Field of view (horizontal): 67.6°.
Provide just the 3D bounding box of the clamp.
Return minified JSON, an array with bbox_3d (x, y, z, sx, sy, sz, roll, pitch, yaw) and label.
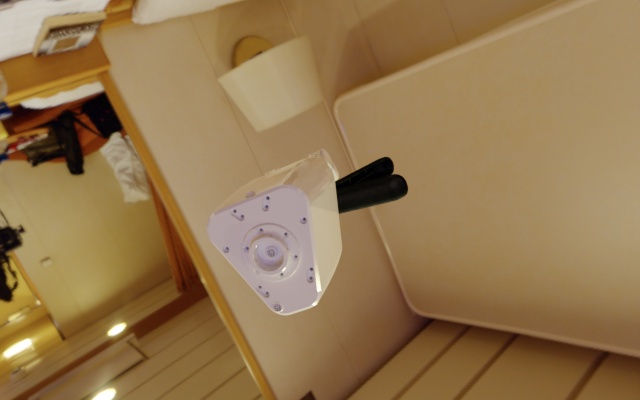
[{"bbox_3d":[0.000,0.003,0.551,0.210,0.036,0.164,-21,9,15],"label":"clamp"}]
